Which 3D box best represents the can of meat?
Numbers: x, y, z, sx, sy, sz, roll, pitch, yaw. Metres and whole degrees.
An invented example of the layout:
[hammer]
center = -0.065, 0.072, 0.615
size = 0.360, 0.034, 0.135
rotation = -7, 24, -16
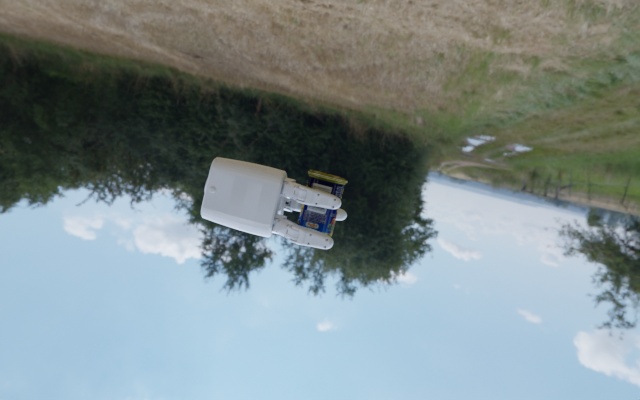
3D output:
[can of meat]
center = 0.000, 0.003, 0.704
size = 0.057, 0.084, 0.102
rotation = 14, 5, -2
